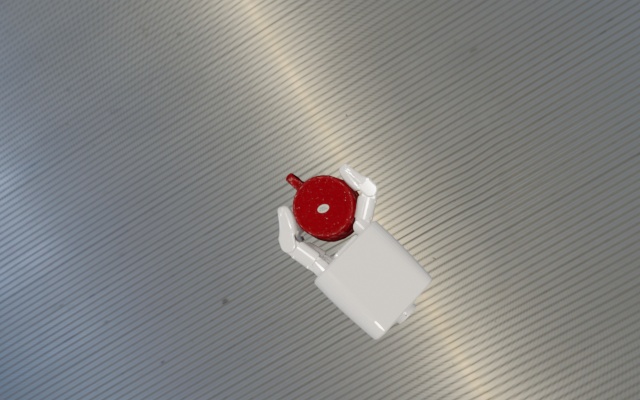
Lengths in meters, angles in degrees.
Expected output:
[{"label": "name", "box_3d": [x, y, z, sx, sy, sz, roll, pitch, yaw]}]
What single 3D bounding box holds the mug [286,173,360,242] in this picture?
[{"label": "mug", "box_3d": [-0.001, 0.001, 0.647, 0.117, 0.093, 0.081, 42, 2, 9]}]
